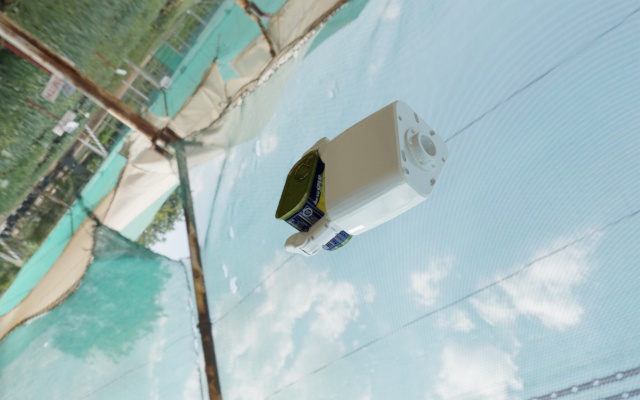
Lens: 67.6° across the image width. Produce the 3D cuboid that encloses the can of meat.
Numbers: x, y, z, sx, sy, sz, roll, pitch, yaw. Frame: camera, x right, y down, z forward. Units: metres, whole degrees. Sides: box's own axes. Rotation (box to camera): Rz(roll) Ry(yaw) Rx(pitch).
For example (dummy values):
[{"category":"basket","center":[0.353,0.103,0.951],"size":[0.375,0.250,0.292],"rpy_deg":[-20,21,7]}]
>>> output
[{"category":"can of meat","center":[0.000,0.002,0.596],"size":[0.084,0.102,0.057],"rpy_deg":[37,-48,-23]}]
